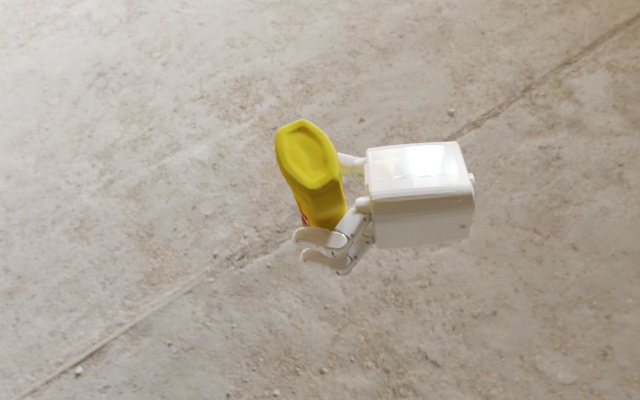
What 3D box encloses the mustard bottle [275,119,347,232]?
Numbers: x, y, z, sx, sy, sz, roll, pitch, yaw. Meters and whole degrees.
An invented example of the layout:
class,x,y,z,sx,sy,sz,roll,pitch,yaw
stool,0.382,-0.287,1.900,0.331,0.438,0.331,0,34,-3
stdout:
class,x,y,z,sx,sy,sz,roll,pitch,yaw
mustard bottle,0.000,0.002,0.545,0.058,0.096,0.192,-26,-32,-6
